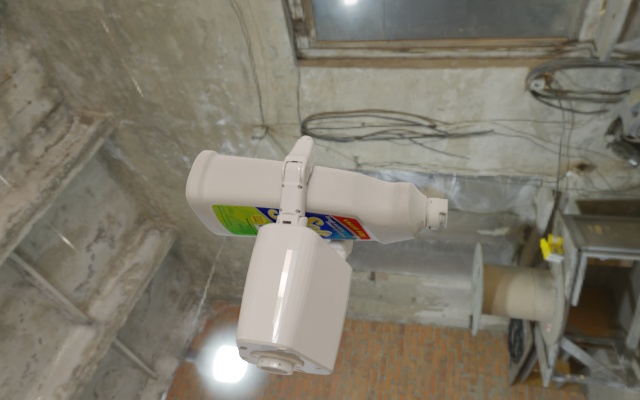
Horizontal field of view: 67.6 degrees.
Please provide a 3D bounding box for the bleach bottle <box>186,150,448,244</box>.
[{"bbox_3d":[0.000,0.002,0.486,0.251,0.068,0.103,3,-31,14],"label":"bleach bottle"}]
